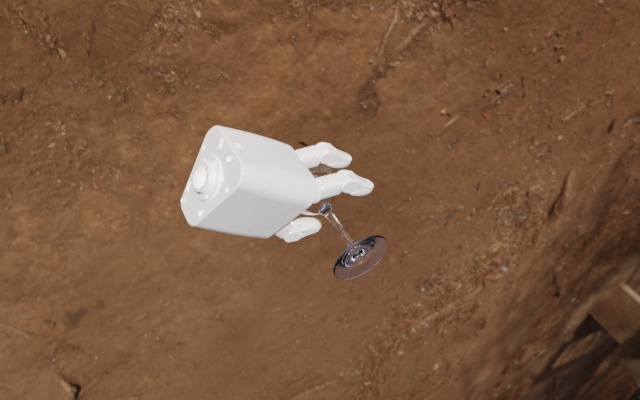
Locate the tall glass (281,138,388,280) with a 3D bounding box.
[{"bbox_3d":[0.000,0.003,0.615,0.079,0.079,0.201,0,41,-39],"label":"tall glass"}]
